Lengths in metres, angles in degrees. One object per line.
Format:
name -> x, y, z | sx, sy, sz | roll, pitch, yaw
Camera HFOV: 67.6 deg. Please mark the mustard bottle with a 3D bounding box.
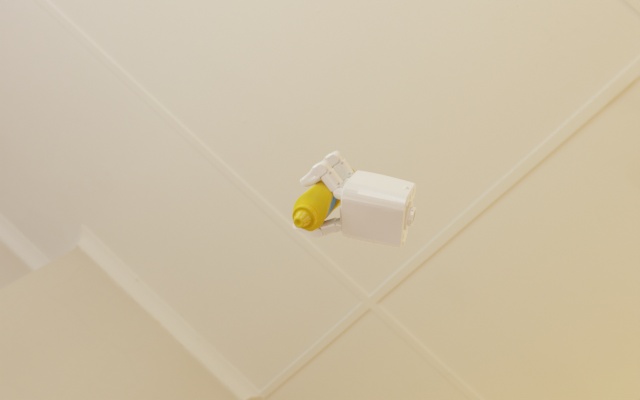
mustard bottle -> 0.000, 0.003, 0.834 | 0.058, 0.096, 0.191 | 35, 30, 6
